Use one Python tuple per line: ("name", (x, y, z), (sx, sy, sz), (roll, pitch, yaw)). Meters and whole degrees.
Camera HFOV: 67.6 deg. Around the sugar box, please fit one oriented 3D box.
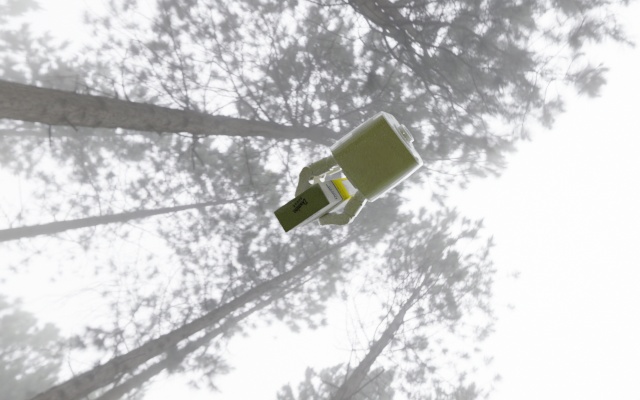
("sugar box", (0.000, 0.002, 0.817), (0.093, 0.048, 0.176), (-34, -9, 20))
